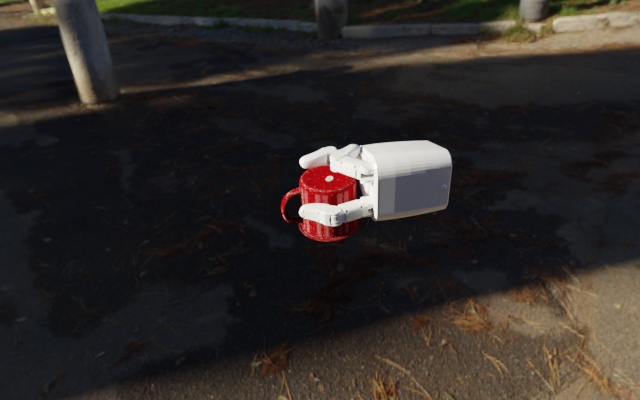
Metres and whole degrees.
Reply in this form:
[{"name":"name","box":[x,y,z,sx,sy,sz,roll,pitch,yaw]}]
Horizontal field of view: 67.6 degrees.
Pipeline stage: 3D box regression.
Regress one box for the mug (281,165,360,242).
[{"name":"mug","box":[-0.001,0.002,0.701,0.117,0.081,0.093,-7,32,-7]}]
